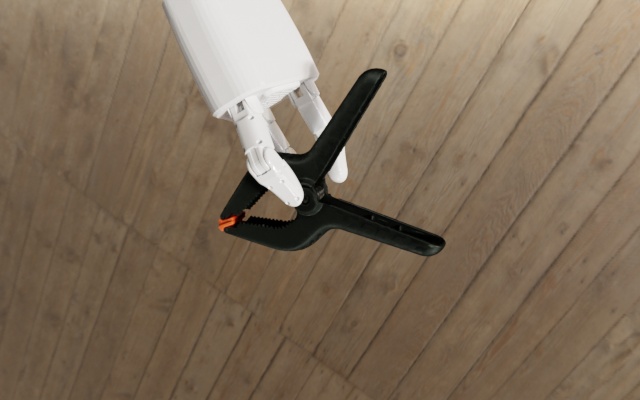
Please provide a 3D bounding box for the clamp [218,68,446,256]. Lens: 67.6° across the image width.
[{"bbox_3d":[-0.001,0.002,0.436,0.210,0.164,0.036,-25,3,25],"label":"clamp"}]
